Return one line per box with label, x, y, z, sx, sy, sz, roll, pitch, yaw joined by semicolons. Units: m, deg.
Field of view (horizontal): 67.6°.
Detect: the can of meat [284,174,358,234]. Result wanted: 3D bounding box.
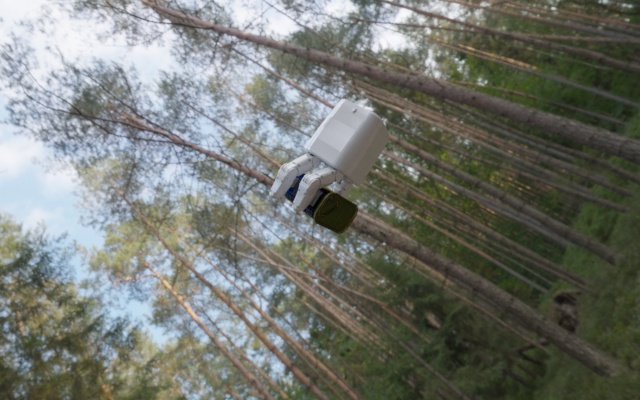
can of meat;0.000;0.003;0.791;0.084;0.057;0.102;36;5;36
